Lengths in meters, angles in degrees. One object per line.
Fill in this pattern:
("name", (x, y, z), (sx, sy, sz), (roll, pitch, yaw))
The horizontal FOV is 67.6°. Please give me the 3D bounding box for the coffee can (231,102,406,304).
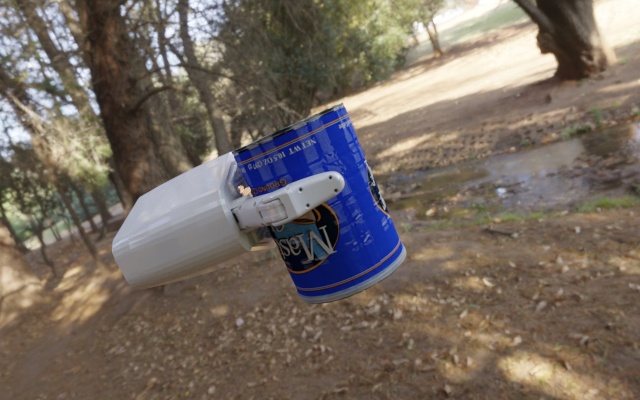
("coffee can", (0.000, 0.001, 0.411), (0.103, 0.140, 0.103), (-23, 10, 4))
